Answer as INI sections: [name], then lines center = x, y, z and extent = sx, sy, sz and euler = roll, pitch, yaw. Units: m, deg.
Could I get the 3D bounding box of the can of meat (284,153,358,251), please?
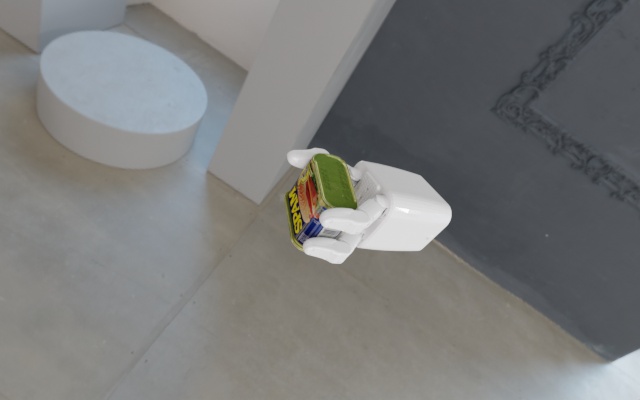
[can of meat]
center = 0.000, 0.002, 0.608
extent = 0.057, 0.102, 0.084
euler = 11, -44, -27
